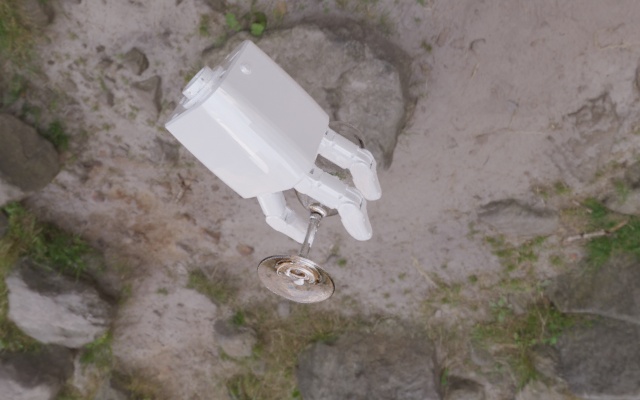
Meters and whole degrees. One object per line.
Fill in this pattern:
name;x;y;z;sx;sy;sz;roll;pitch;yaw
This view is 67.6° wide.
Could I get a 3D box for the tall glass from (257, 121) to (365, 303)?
tall glass;0.000;0.002;0.503;0.079;0.201;0.079;10;-41;9
